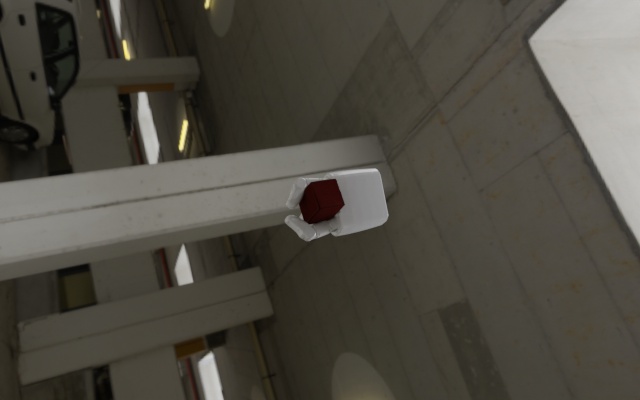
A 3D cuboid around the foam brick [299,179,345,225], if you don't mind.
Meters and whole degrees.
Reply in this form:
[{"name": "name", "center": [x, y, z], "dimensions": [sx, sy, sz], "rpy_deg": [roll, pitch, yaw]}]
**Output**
[{"name": "foam brick", "center": [0.000, 0.003, 0.844], "dimensions": [0.051, 0.053, 0.078], "rpy_deg": [-9, -20, -25]}]
